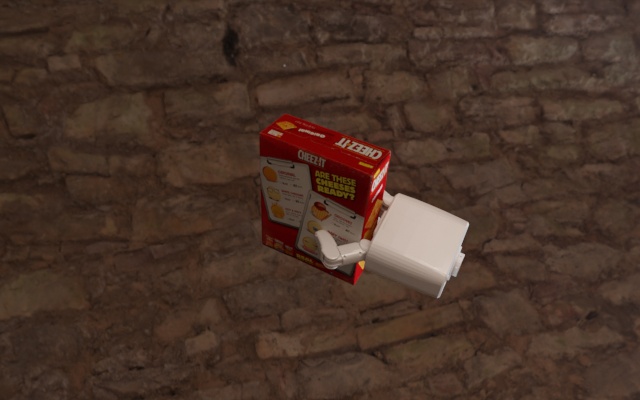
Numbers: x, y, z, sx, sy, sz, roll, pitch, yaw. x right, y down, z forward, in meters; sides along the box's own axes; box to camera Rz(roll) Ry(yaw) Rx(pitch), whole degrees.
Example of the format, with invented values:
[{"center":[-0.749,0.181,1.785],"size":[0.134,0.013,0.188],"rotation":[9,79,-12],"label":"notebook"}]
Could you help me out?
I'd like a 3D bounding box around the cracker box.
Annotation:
[{"center":[0.000,0.002,0.681],"size":[0.164,0.214,0.072],"rotation":[22,44,18],"label":"cracker box"}]
